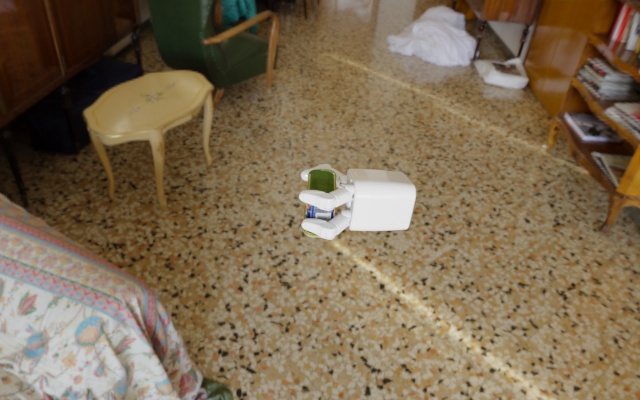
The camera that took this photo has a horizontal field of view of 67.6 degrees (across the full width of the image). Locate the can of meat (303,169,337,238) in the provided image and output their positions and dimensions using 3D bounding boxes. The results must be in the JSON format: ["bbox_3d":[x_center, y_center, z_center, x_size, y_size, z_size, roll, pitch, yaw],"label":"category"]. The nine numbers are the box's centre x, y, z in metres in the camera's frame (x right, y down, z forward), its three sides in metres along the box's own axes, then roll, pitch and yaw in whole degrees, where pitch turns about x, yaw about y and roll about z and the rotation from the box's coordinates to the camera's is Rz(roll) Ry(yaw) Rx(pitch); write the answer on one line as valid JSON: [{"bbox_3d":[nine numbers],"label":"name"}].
[{"bbox_3d":[0.000,0.002,0.860,0.057,0.084,0.102,4,35,-2],"label":"can of meat"}]
